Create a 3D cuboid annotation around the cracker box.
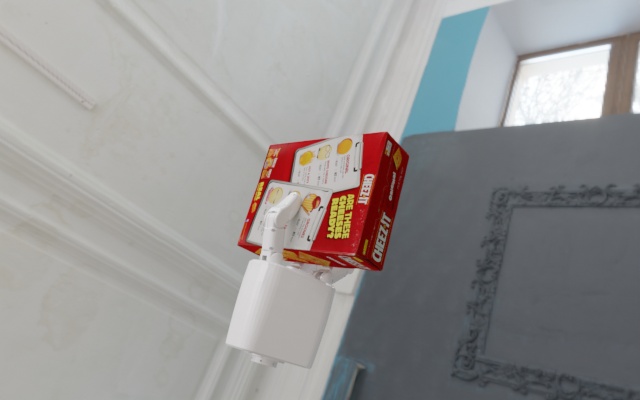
[{"bbox_3d":[0.000,0.002,0.649,0.213,0.164,0.072,0,-24,41],"label":"cracker box"}]
